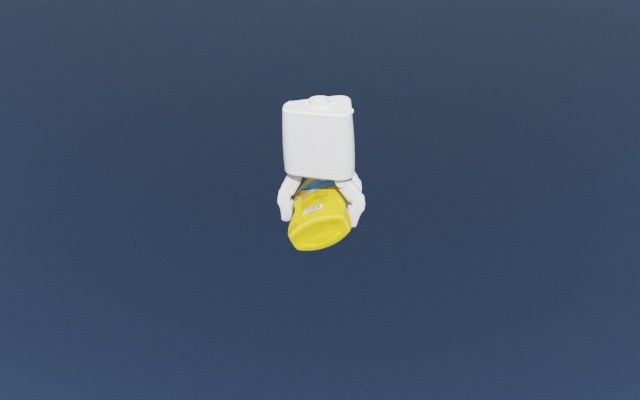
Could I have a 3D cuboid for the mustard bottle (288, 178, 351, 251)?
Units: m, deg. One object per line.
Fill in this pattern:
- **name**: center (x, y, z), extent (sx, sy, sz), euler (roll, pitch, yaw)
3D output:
- **mustard bottle**: center (0.000, 0.003, 0.797), extent (0.096, 0.058, 0.191), euler (-23, 27, 14)
